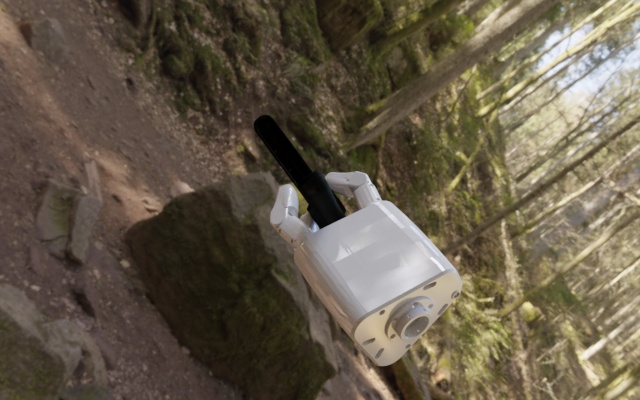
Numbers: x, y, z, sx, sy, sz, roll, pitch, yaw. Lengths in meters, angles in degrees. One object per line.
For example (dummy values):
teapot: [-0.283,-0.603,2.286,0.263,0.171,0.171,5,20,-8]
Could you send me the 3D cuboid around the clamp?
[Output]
clamp: [0.001,0.002,0.533,0.036,0.210,0.164,-35,44,-1]
